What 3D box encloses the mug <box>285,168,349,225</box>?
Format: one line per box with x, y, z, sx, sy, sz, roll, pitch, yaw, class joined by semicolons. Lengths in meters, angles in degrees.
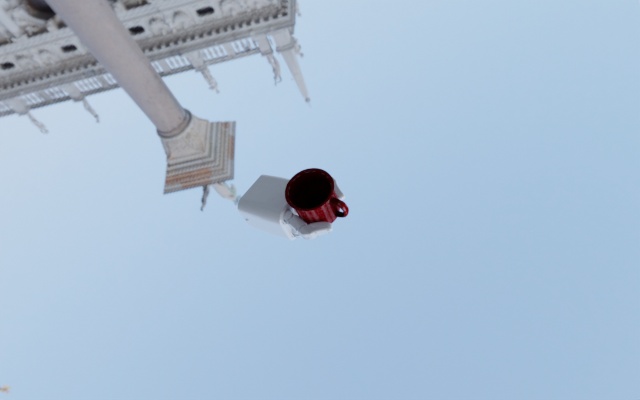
0.001;0.003;0.885;0.117;0.093;0.081;16;-25;25;mug
